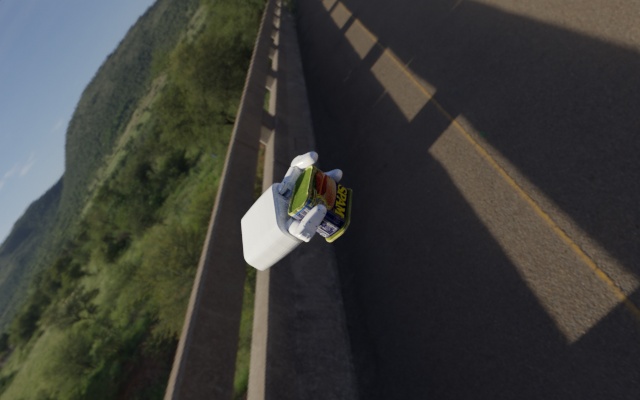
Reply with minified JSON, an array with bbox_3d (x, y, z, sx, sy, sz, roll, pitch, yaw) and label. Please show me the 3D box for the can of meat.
[{"bbox_3d":[0.000,0.002,0.771,0.084,0.102,0.057,33,-51,-22],"label":"can of meat"}]
